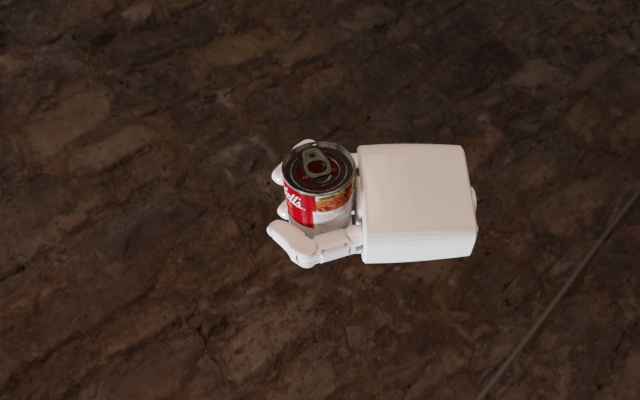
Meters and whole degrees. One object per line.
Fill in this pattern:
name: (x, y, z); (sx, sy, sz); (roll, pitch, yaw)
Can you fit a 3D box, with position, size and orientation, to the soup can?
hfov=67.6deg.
soup can: (0.000, 0.002, 0.472); (0.068, 0.068, 0.102); (0, -40, 3)
